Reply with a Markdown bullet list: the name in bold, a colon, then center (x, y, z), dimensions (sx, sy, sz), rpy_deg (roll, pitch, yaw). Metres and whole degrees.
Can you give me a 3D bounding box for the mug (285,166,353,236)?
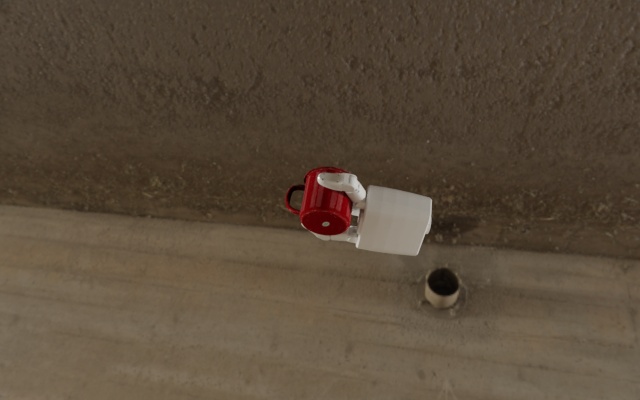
- **mug**: center (-0.001, 0.002, 0.782), dimensions (0.117, 0.081, 0.093), rpy_deg (8, -33, 3)
